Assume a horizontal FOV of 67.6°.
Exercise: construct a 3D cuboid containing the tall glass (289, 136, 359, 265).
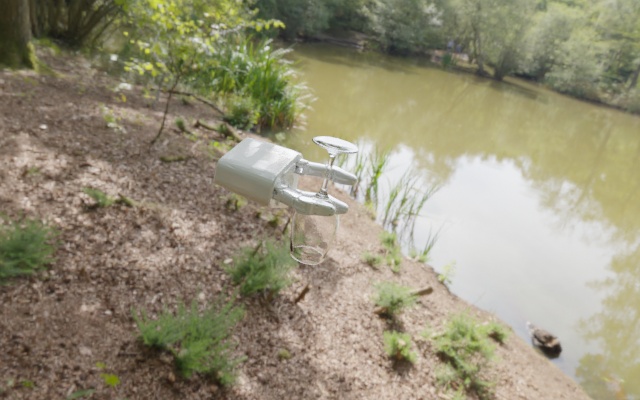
[{"bbox_3d":[0.000,0.002,0.773,0.079,0.201,0.079,12,21,-5],"label":"tall glass"}]
